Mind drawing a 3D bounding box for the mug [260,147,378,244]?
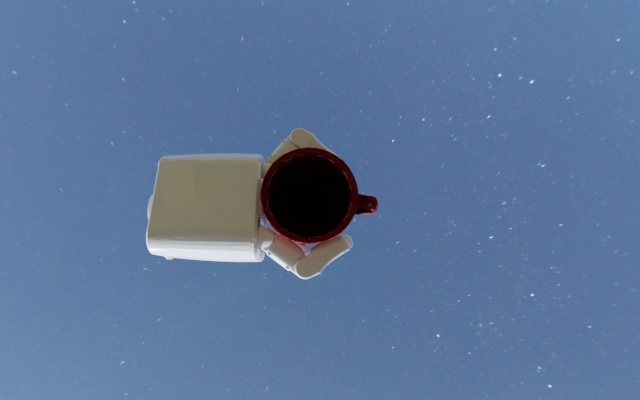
[{"bbox_3d":[0.002,0.002,0.491,0.117,0.093,0.081,2,-10,-2],"label":"mug"}]
